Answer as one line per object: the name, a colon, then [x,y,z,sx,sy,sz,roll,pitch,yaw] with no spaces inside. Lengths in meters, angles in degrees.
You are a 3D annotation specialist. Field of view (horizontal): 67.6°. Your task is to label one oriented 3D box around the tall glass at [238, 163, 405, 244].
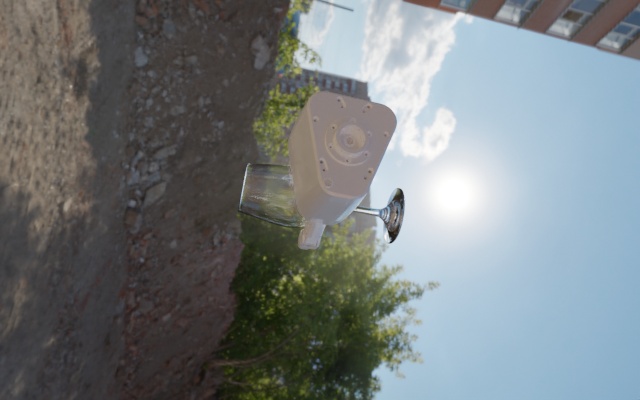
tall glass: [0.001,0.002,0.607,0.201,0.079,0.079,10,-2,-9]
